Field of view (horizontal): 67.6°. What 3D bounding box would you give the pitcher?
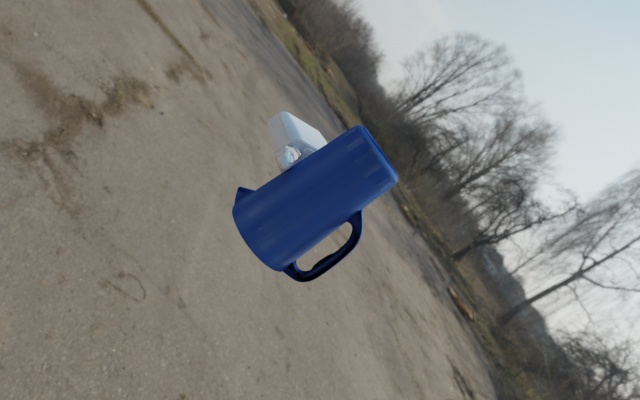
[{"bbox_3d":[0.000,0.002,0.741,0.243,0.145,0.149,-35,-50,11],"label":"pitcher"}]
